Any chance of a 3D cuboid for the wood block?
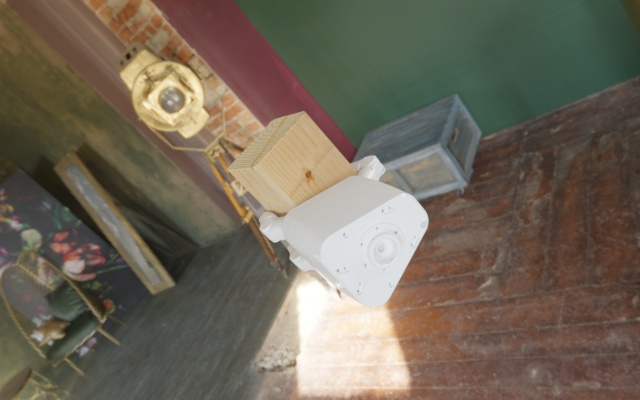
[{"bbox_3d":[0.000,0.002,0.586,0.206,0.090,0.090,48,-21,-23],"label":"wood block"}]
